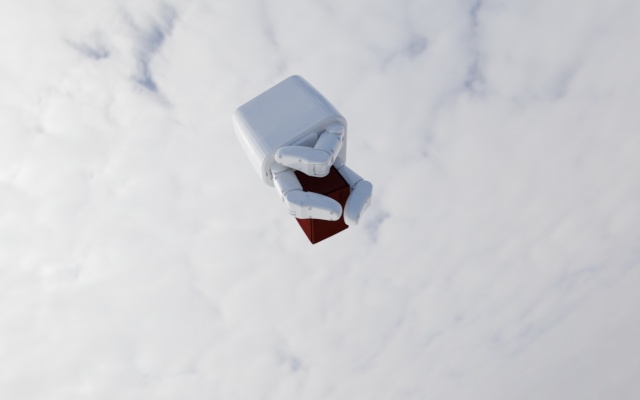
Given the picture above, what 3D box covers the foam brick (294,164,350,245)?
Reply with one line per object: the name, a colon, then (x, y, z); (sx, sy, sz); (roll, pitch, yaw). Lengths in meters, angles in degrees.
foam brick: (0.000, 0.002, 0.562); (0.053, 0.078, 0.051); (-22, 50, -19)
